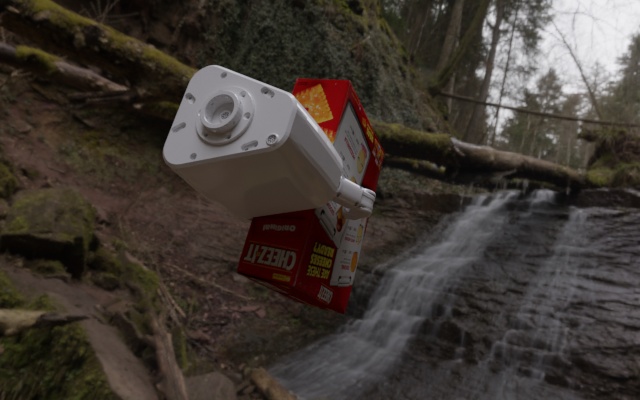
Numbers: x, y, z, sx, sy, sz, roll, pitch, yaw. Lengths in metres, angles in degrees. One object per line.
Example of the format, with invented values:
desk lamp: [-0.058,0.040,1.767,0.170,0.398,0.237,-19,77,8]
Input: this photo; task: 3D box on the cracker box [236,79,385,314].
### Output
cracker box: [0.000,0.002,0.527,0.072,0.213,0.164,9,-18,23]
